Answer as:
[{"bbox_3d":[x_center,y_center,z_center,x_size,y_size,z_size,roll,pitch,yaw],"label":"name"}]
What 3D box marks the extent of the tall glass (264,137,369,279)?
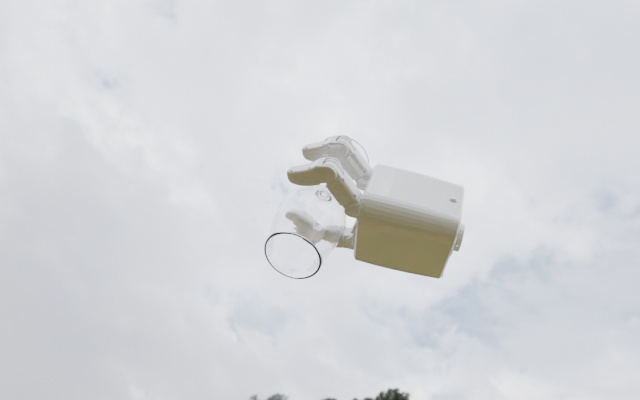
[{"bbox_3d":[0.000,0.001,0.560,0.079,0.079,0.201,0,34,21],"label":"tall glass"}]
